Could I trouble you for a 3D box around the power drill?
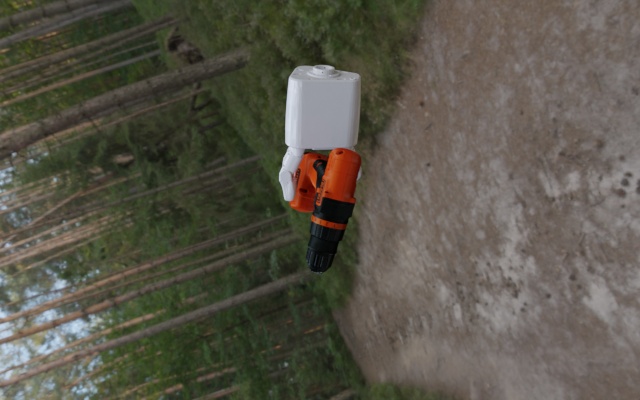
[{"bbox_3d":[0.000,0.002,0.747,0.057,0.184,0.187,13,8,-19],"label":"power drill"}]
